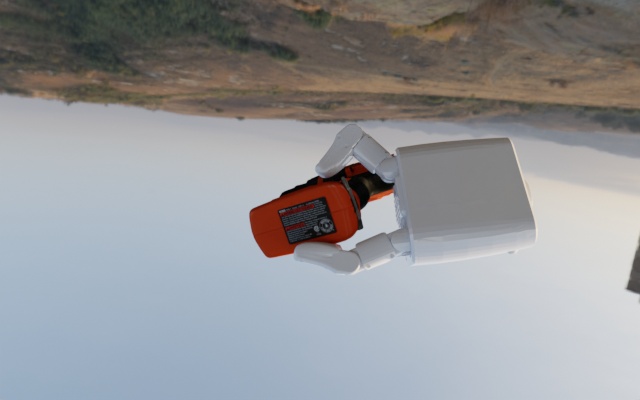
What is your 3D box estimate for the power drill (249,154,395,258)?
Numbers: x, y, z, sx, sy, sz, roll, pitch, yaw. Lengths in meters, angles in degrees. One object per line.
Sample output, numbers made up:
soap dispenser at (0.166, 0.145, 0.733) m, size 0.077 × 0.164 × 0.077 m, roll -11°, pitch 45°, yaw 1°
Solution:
power drill at (0.000, 0.002, 0.522) m, size 0.184 × 0.057 × 0.187 m, roll -19°, pitch 8°, yaw 25°
